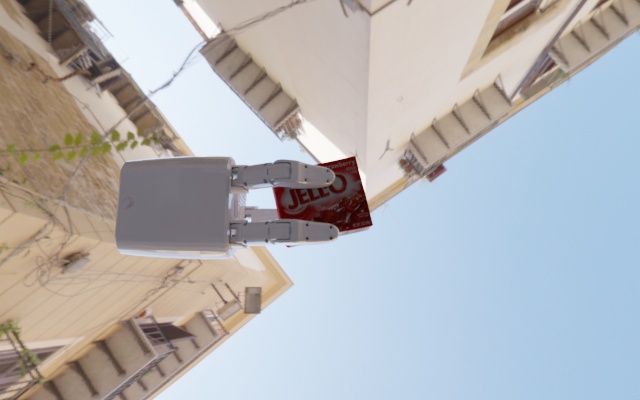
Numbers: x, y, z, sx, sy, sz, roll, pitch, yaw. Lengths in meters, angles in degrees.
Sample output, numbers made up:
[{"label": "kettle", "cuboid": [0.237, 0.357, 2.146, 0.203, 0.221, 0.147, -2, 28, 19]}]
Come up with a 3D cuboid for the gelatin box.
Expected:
[{"label": "gelatin box", "cuboid": [0.000, 0.002, 0.475, 0.089, 0.073, 0.030, -12, -11, -7]}]
